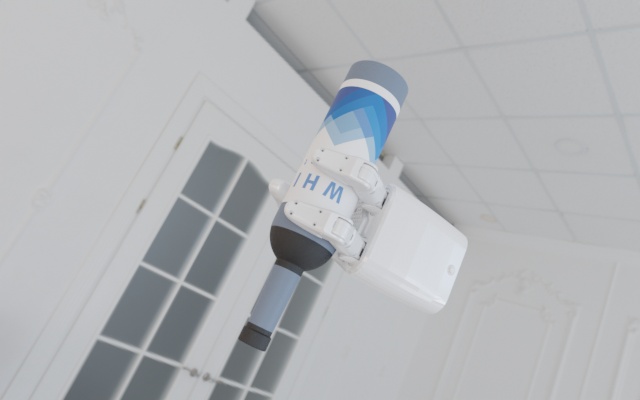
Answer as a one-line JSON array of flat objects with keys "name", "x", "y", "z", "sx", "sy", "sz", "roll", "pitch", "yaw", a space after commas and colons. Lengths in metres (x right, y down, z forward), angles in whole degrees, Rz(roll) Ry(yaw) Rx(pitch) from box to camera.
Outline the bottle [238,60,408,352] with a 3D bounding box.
[{"name": "bottle", "x": 0.000, "y": 0.001, "z": 0.464, "sx": 0.069, "sy": 0.295, "sz": 0.069, "roll": 24, "pitch": -16, "yaw": 7}]
